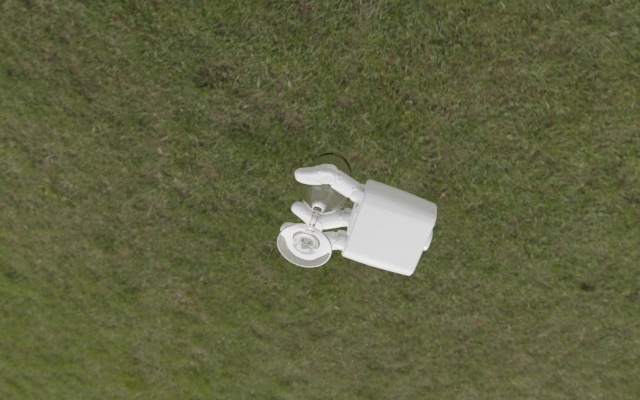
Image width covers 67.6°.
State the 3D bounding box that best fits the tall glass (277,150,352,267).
[{"bbox_3d":[0.000,0.003,0.700,0.079,0.079,0.201,0,36,15],"label":"tall glass"}]
